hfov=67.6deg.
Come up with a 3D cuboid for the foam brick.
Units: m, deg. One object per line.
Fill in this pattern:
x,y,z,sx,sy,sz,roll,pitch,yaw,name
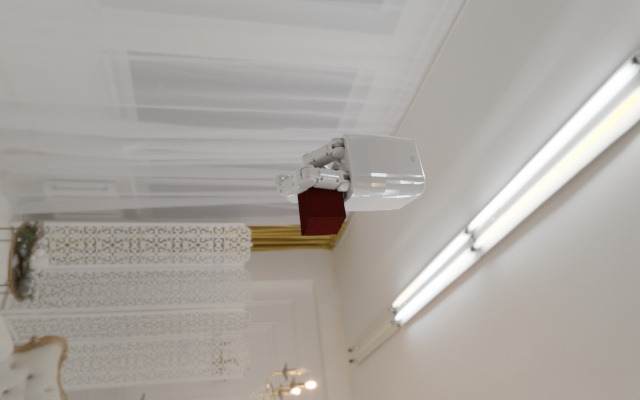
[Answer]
0.000,0.002,0.645,0.051,0.078,0.053,2,-32,-15,foam brick
